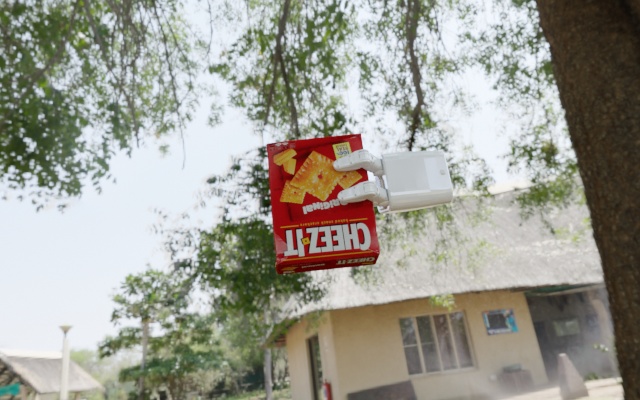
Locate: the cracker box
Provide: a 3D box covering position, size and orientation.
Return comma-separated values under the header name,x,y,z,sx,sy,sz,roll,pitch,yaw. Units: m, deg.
name,x,y,z,sx,sy,sz,roll,pitch,yaw
cracker box,0.000,0.002,0.785,0.164,0.213,0.072,-6,-21,-3
